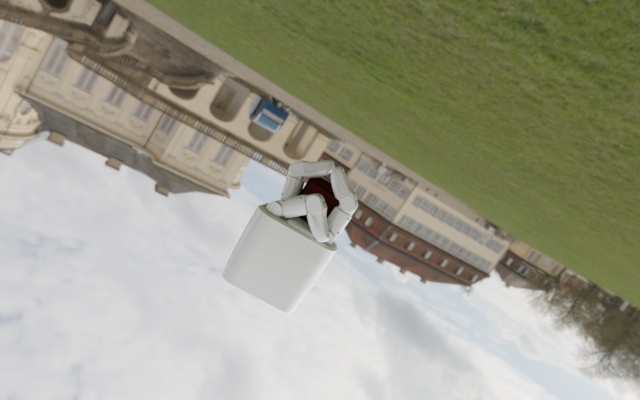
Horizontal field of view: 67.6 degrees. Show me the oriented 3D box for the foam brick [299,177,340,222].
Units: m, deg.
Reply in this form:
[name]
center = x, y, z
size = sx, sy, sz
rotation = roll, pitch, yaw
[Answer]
[foam brick]
center = 0.000, 0.002, 0.657
size = 0.053, 0.051, 0.078
rotation = 32, 9, 7
